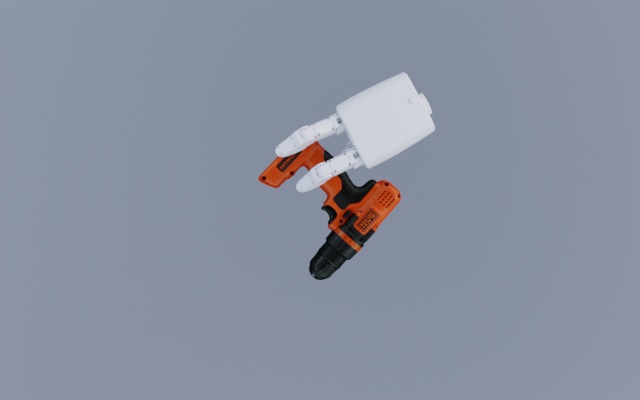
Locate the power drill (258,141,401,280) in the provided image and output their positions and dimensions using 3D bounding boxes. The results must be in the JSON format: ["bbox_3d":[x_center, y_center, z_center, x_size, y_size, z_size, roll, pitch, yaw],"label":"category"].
[{"bbox_3d":[0.000,0.002,0.715,0.187,0.184,0.057,42,-2,-8],"label":"power drill"}]
